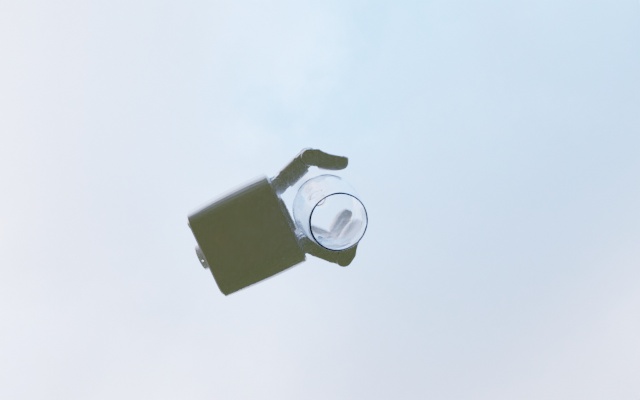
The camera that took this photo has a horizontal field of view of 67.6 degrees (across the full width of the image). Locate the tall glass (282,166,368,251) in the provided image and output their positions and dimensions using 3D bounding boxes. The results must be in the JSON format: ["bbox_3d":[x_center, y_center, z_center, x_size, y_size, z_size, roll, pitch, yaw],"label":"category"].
[{"bbox_3d":[0.000,0.002,0.577,0.079,0.079,0.201,0,12,-11],"label":"tall glass"}]
